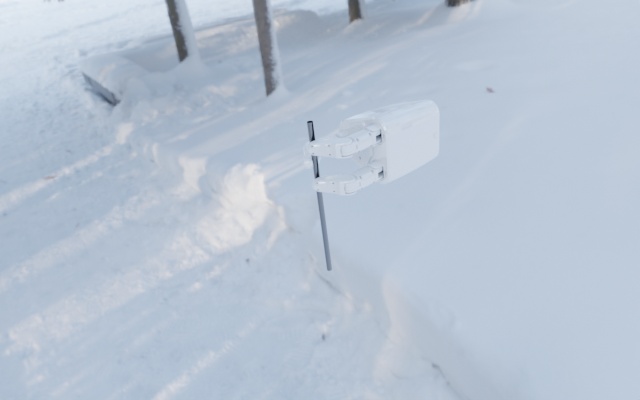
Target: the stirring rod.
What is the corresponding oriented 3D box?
[{"bbox_3d":[0.000,0.002,0.674,0.011,0.240,0.011,-6,30,3],"label":"stirring rod"}]
